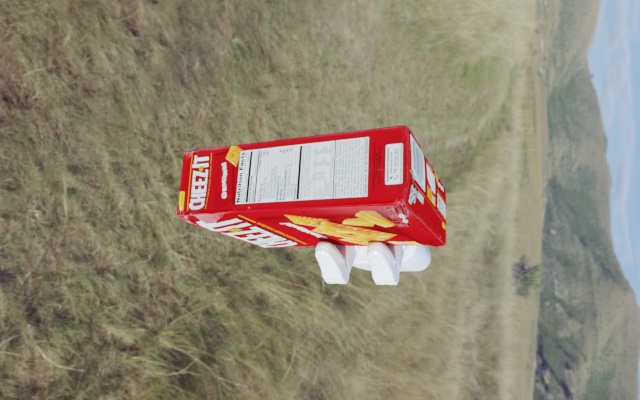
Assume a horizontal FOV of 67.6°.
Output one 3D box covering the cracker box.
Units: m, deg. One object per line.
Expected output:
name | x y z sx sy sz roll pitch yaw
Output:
cracker box | 0.000 0.001 0.460 0.214 0.072 0.164 -4 -17 24
